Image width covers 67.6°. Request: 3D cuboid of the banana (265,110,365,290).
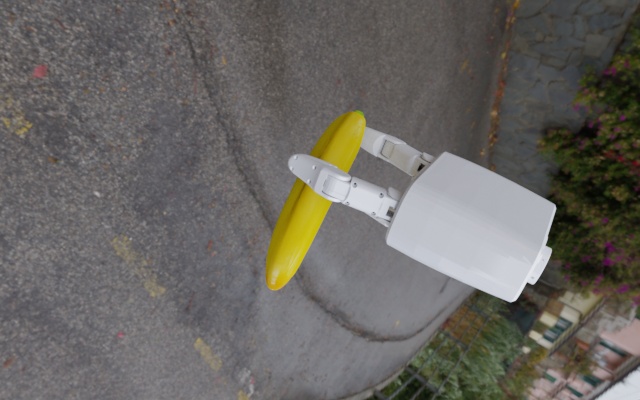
[{"bbox_3d":[-0.002,-0.006,0.440,0.037,0.198,0.070,26,-7,18],"label":"banana"}]
